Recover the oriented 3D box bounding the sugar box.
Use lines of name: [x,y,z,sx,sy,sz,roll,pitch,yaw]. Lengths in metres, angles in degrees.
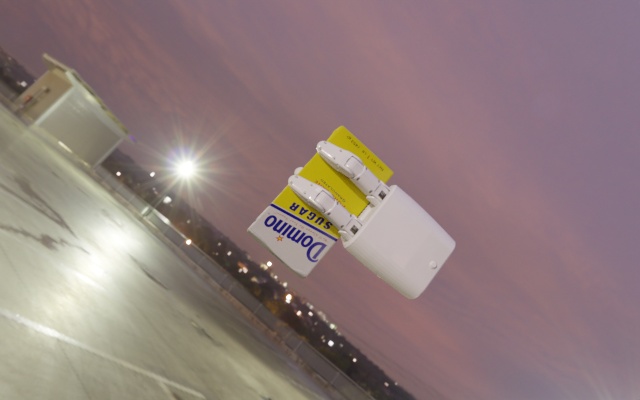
sugar box: [0.000,0.002,0.598,0.093,0.176,0.048,41,-13,-5]
